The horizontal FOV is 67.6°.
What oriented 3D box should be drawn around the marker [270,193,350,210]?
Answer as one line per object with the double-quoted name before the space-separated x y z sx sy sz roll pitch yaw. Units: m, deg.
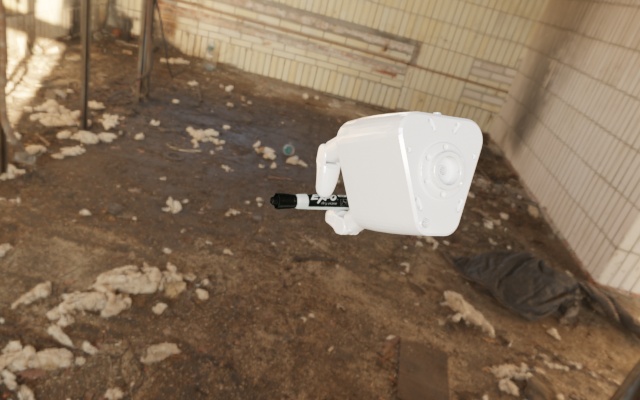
"marker" 0.000 0.002 0.554 0.121 0.020 0.020 1 -1 -26
